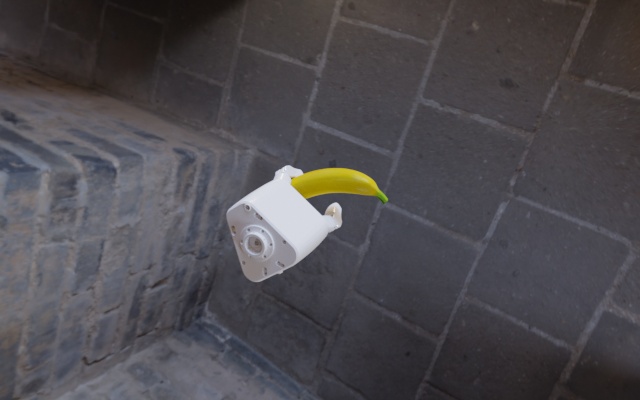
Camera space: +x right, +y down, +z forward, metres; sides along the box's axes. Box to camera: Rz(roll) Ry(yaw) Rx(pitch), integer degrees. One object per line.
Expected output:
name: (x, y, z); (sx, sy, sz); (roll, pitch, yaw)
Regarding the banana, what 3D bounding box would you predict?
banana: (0.000, -0.015, 0.735); (0.198, 0.070, 0.037); (-5, 23, 17)
